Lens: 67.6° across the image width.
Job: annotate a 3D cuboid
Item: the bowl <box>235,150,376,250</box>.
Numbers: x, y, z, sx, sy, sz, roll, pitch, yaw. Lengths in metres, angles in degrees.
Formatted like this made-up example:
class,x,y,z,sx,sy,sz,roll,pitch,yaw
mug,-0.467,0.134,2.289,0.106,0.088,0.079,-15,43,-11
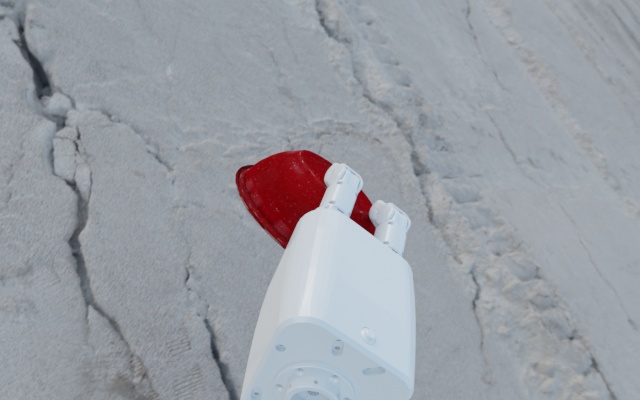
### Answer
class,x,y,z,sx,sy,sz,roll,pitch,yaw
bowl,0.000,0.000,0.460,0.162,0.055,0.162,36,17,-13
